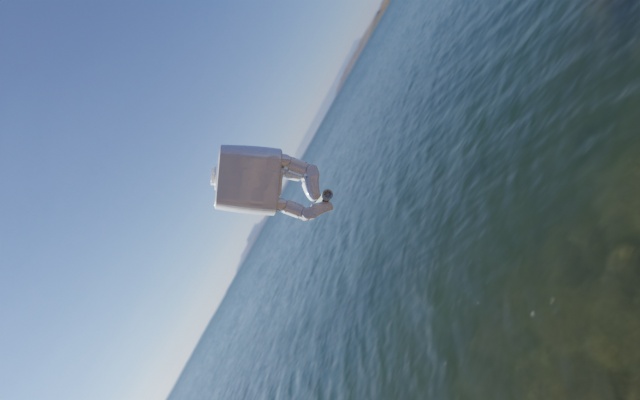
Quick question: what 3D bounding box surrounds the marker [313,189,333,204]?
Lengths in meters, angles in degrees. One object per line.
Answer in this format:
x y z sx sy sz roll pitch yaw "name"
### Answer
0.000 0.003 0.886 0.020 0.020 0.121 0 -13 -12 "marker"
